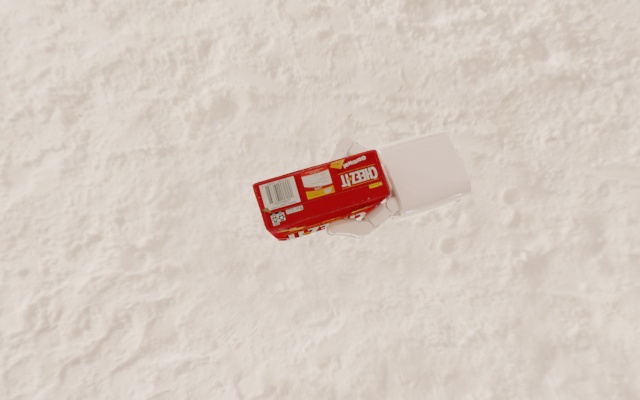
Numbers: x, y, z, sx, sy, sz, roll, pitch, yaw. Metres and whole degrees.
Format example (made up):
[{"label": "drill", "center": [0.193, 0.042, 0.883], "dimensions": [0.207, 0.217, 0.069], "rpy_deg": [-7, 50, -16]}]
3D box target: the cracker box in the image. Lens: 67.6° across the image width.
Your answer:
[{"label": "cracker box", "center": [0.000, 0.002, 0.692], "dimensions": [0.164, 0.072, 0.214], "rpy_deg": [-17, -8, -3]}]
